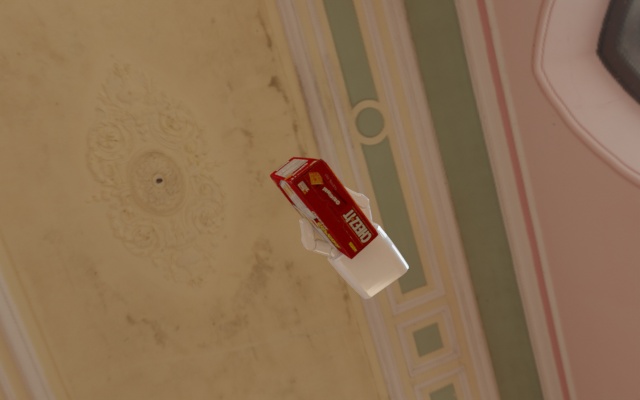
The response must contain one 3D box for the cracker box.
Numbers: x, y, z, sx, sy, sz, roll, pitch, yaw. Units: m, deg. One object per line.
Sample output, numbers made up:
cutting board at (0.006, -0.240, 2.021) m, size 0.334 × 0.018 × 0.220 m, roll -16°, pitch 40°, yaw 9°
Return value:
cracker box at (0.000, 0.003, 0.855) m, size 0.072 × 0.164 × 0.213 m, roll -40°, pitch 14°, yaw -8°
